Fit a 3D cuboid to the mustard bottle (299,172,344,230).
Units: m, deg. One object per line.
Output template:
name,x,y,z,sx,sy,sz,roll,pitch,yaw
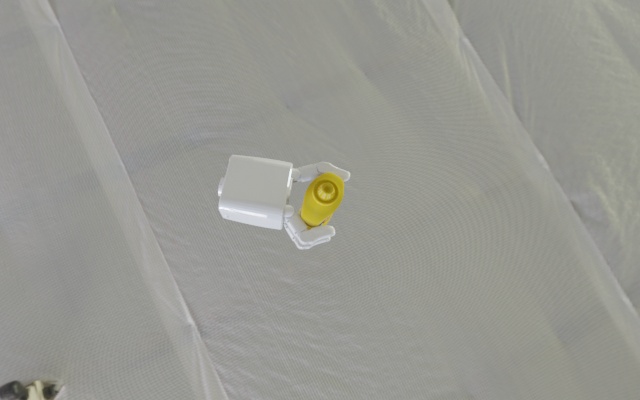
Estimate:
mustard bottle,0.000,0.003,0.803,0.058,0.096,0.192,33,-14,2
